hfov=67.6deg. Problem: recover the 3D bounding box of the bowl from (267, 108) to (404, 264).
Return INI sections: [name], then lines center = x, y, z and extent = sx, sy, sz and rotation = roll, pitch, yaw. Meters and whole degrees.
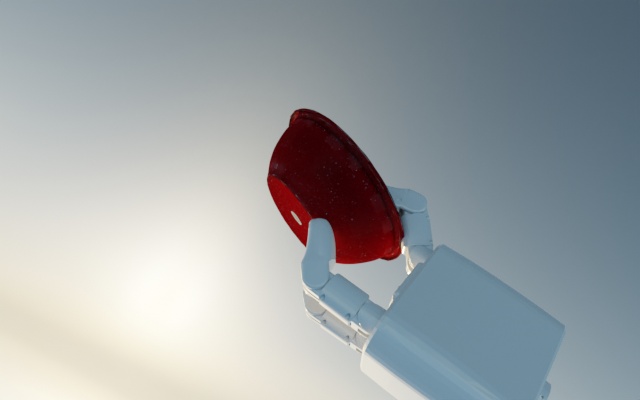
[bowl]
center = -0.001, 0.001, 0.429
extent = 0.055, 0.162, 0.162
rotation = -34, 11, -17
